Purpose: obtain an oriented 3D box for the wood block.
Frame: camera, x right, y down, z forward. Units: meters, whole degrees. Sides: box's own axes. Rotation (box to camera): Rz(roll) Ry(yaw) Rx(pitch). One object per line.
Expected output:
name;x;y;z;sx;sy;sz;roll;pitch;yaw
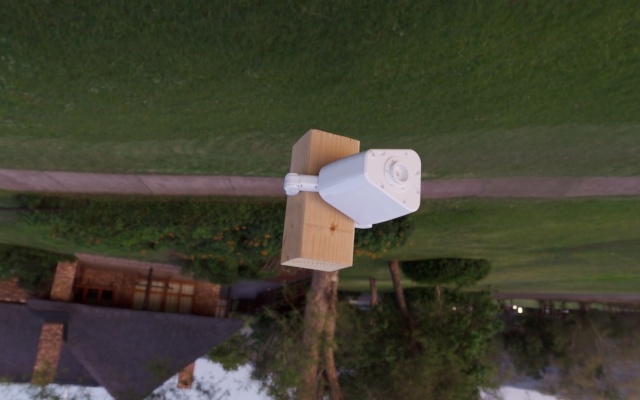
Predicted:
wood block;0.000;0.003;0.775;0.091;0.206;0.090;12;-18;-21
